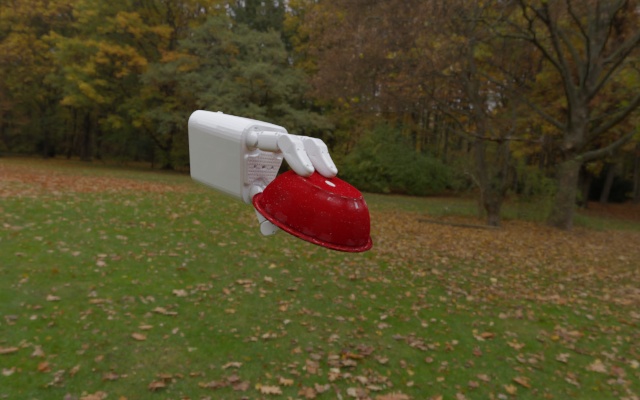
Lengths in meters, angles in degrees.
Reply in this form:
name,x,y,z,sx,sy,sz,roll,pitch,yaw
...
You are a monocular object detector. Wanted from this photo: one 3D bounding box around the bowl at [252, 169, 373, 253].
name,x,y,z,sx,sy,sz,roll,pitch,yaw
bowl,0.001,0.002,0.593,0.162,0.055,0.162,21,15,-6
